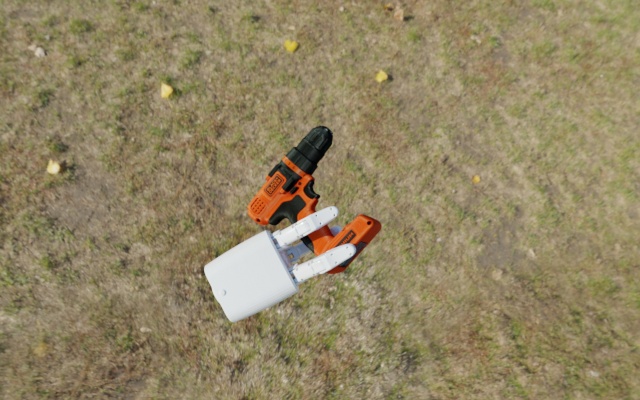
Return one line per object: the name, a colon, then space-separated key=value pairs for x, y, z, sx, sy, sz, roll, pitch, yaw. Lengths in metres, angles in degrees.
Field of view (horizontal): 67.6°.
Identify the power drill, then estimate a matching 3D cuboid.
power drill: x=0.000 y=0.003 z=0.719 sx=0.187 sy=0.184 sz=0.057 roll=43 pitch=10 yaw=24
